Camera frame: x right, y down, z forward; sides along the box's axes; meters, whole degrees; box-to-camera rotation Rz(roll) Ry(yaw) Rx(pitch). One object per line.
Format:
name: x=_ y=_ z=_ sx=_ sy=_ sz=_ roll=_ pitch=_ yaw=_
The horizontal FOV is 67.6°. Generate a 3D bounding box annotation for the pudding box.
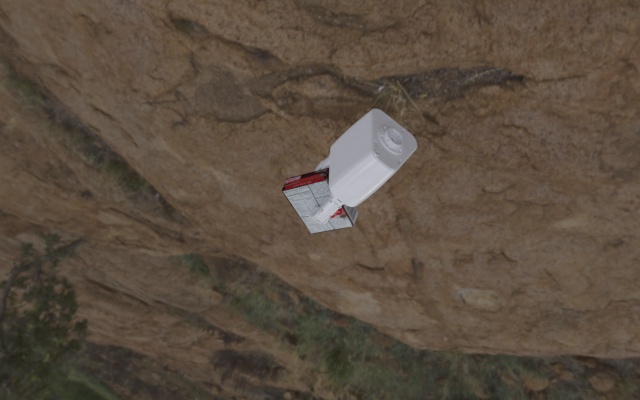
pudding box: x=0.000 y=0.003 z=0.816 sx=0.090 sy=0.113 sz=0.039 roll=-12 pitch=36 yaw=29
